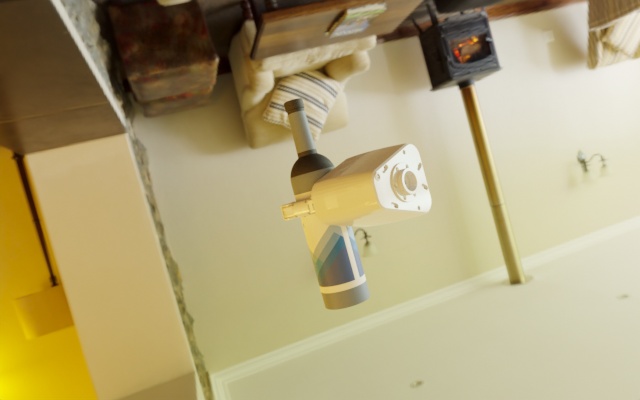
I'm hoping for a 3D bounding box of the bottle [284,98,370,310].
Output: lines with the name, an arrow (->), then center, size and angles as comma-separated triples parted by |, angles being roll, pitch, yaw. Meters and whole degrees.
bottle -> 0.000, 0.002, 0.676 | 0.069, 0.296, 0.069 | -15, 2, 1
